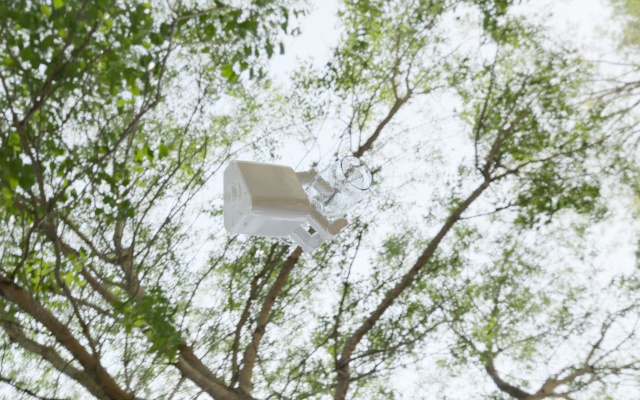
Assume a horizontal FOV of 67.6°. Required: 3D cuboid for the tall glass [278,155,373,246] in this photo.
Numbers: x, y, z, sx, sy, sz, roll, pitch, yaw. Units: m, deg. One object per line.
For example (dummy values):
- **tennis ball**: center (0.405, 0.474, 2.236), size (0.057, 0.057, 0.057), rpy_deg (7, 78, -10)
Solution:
- **tall glass**: center (0.000, 0.003, 0.799), size (0.079, 0.079, 0.201), rpy_deg (0, -28, -40)
